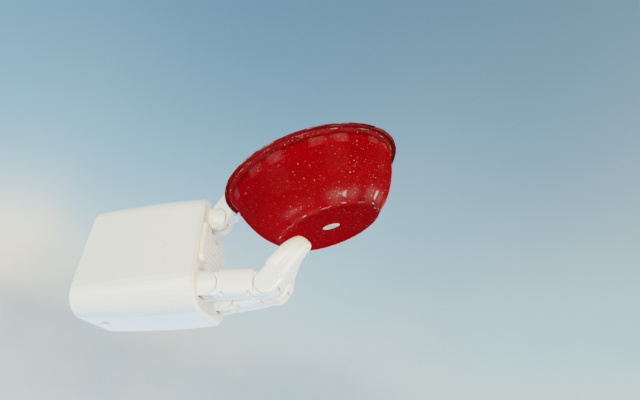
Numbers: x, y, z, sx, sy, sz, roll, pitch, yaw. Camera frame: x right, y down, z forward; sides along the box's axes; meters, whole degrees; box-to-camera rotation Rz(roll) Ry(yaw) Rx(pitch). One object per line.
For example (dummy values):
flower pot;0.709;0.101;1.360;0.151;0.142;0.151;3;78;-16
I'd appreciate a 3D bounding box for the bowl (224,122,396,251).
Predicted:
bowl;0.001;0.001;0.424;0.162;0.055;0.162;-16;-25;-8
